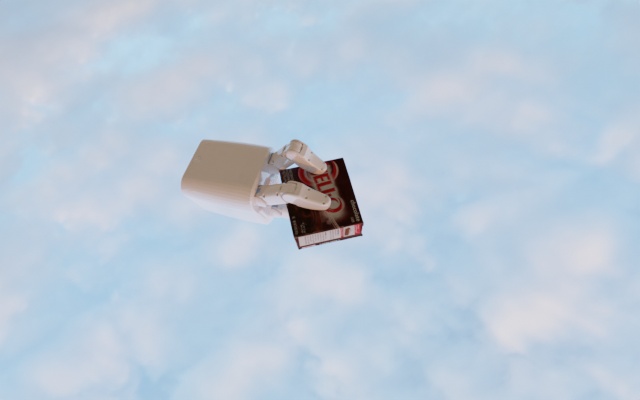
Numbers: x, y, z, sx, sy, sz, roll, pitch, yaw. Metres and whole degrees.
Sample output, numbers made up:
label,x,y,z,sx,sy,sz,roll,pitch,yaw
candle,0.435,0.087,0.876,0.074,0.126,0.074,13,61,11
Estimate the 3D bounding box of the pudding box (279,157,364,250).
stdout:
label,x,y,z,sx,sy,sz,roll,pitch,yaw
pudding box,0.000,0.002,0.629,0.090,0.113,0.039,-13,-32,-4
